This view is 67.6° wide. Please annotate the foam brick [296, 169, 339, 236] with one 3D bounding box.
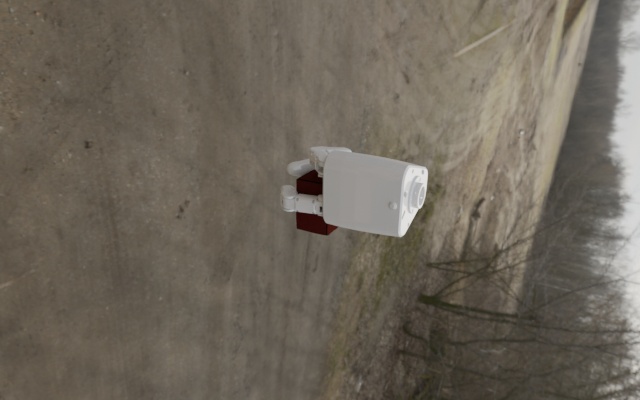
[{"bbox_3d":[0.000,0.002,0.673,0.051,0.078,0.053,12,24,25],"label":"foam brick"}]
